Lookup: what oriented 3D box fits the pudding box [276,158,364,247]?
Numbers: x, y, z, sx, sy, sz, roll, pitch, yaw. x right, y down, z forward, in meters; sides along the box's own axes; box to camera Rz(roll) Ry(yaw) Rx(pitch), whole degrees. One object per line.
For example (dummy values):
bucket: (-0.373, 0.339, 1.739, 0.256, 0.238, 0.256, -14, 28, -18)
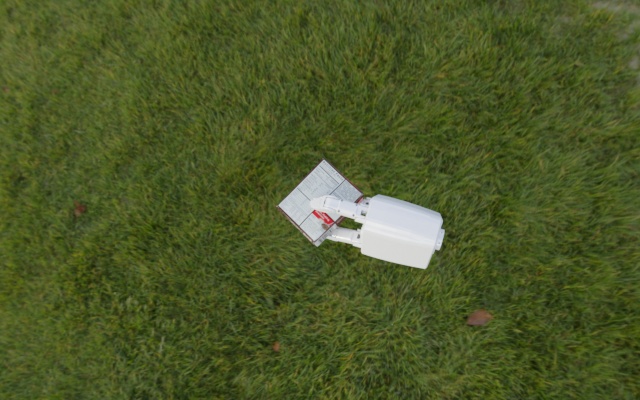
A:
pudding box: (0.000, 0.003, 0.766, 0.090, 0.113, 0.039, 44, -5, 14)
